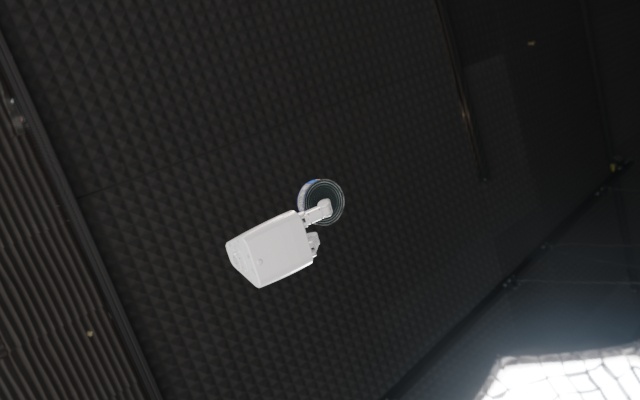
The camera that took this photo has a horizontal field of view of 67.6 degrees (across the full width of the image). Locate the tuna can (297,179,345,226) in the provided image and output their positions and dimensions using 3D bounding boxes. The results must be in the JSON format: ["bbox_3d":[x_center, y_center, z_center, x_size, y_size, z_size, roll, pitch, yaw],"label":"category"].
[{"bbox_3d":[0.000,0.003,0.887,0.086,0.086,0.034,0,2,-30],"label":"tuna can"}]
